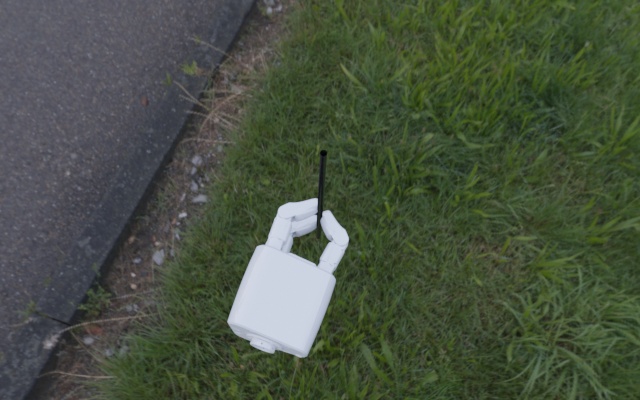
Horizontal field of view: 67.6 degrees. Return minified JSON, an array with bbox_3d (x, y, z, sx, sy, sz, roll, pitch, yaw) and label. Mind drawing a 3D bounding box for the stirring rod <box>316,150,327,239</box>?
[{"bbox_3d":[0.000,0.002,0.626,0.011,0.011,0.240,0,-26,-2],"label":"stirring rod"}]
